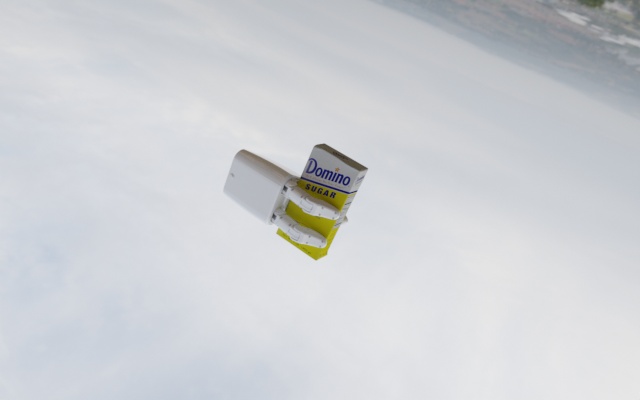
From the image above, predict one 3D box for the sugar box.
[{"bbox_3d":[0.000,0.003,0.802,0.093,0.176,0.048,31,24,19],"label":"sugar box"}]
